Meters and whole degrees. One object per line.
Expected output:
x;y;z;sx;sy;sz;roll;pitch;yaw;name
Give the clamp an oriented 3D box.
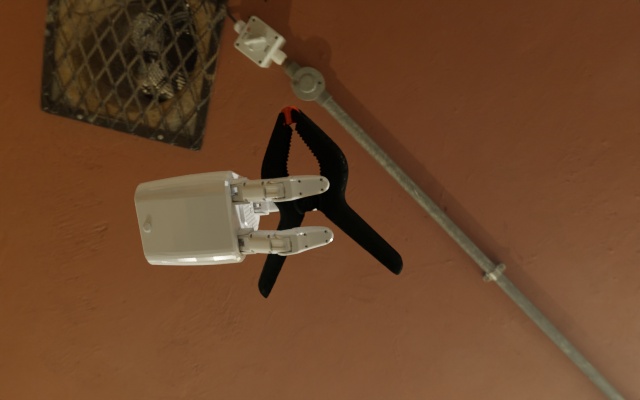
0.000;0.001;0.518;0.164;0.210;0.036;-5;11;7;clamp
